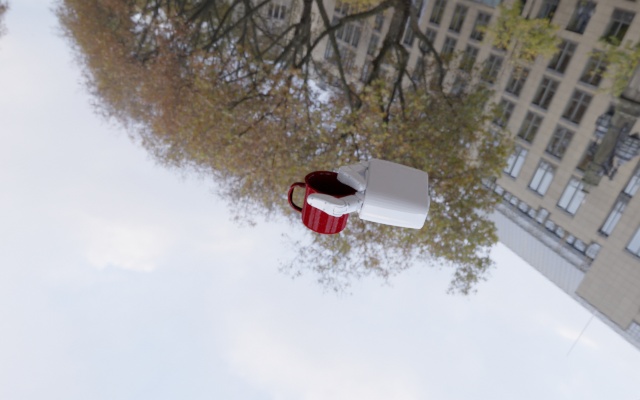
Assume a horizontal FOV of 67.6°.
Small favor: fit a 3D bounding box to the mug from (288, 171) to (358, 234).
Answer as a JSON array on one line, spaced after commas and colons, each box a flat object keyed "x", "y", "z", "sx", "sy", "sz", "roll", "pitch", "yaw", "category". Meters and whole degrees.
[{"x": -0.001, "y": 0.003, "z": 0.827, "sx": 0.117, "sy": 0.081, "sz": 0.093, "roll": 11, "pitch": 29, "yaw": 0, "category": "mug"}]
